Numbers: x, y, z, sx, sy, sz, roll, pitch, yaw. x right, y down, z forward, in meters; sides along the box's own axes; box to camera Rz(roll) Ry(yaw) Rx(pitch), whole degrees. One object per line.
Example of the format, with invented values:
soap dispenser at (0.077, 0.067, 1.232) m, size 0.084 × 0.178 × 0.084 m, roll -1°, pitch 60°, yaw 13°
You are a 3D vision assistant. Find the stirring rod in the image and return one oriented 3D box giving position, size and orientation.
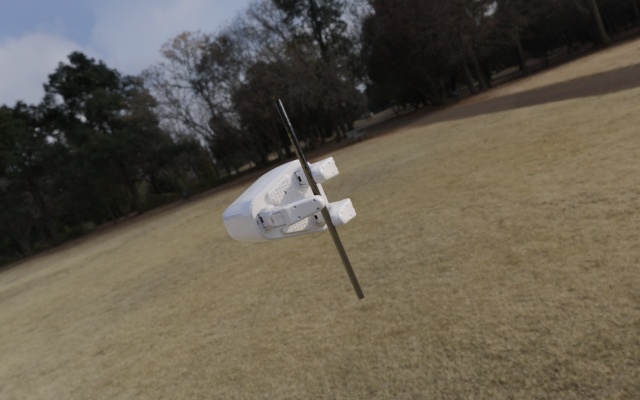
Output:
stirring rod at (0.000, 0.002, 0.531) m, size 0.011 × 0.239 × 0.011 m, roll -23°, pitch 7°, yaw 3°
